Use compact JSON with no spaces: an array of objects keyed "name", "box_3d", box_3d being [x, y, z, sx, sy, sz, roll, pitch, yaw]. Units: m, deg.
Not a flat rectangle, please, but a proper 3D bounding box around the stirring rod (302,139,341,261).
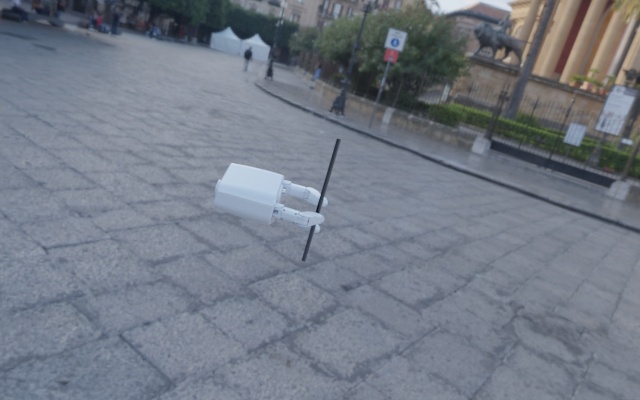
[{"name":"stirring rod","box_3d":[0.000,0.003,0.879,0.011,0.239,0.011,15,15,-4]}]
